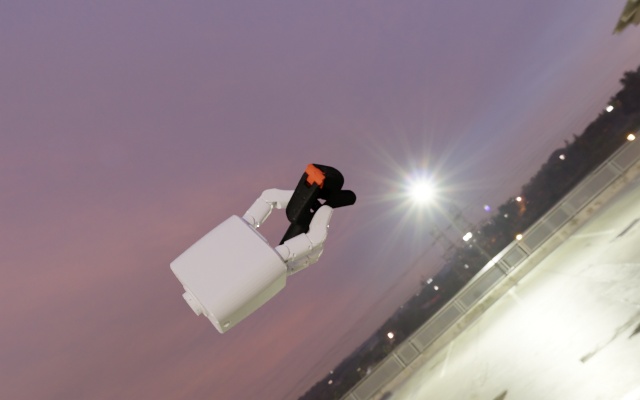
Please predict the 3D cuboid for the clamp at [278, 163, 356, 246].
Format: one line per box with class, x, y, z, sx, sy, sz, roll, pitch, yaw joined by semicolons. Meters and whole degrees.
clamp;-0.001;0.002;0.671;0.164;0.036;0.210;-40;-18;-22
